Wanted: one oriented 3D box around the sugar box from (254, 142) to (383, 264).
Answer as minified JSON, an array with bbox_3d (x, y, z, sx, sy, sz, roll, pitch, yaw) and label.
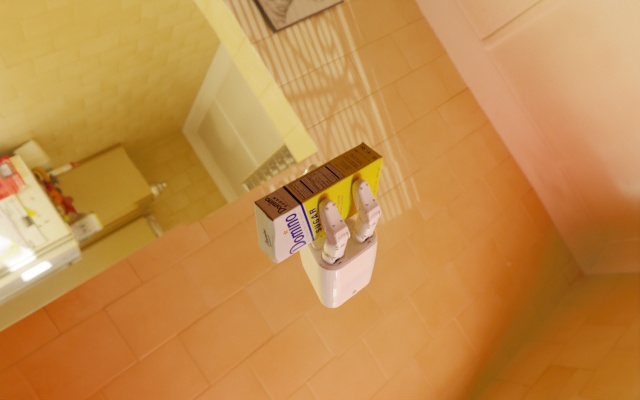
[{"bbox_3d":[0.001,0.002,0.618,0.176,0.093,0.048,-33,58,-26],"label":"sugar box"}]
